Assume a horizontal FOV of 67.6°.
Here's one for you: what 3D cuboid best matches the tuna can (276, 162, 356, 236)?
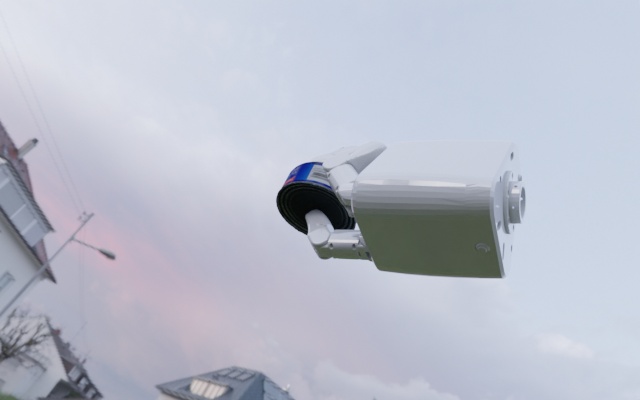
[{"bbox_3d":[0.000,0.001,0.491,0.086,0.033,0.086,15,-39,13],"label":"tuna can"}]
